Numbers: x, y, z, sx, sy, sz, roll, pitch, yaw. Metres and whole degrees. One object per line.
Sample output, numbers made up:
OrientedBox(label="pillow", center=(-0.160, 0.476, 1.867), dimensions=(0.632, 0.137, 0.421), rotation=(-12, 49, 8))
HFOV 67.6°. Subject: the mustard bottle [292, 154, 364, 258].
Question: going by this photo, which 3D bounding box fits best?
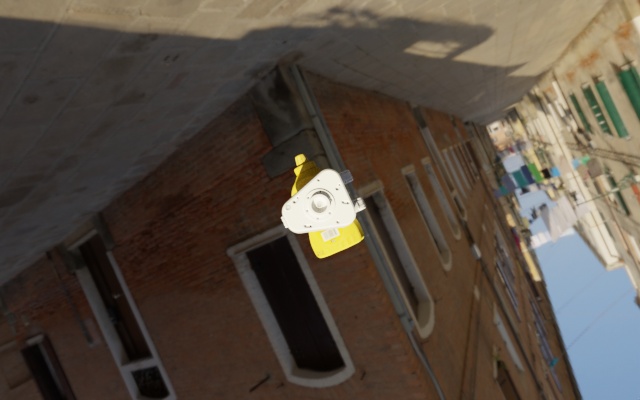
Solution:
OrientedBox(label="mustard bottle", center=(0.000, 0.003, 0.888), dimensions=(0.096, 0.191, 0.058), rotation=(-25, -1, 20))
